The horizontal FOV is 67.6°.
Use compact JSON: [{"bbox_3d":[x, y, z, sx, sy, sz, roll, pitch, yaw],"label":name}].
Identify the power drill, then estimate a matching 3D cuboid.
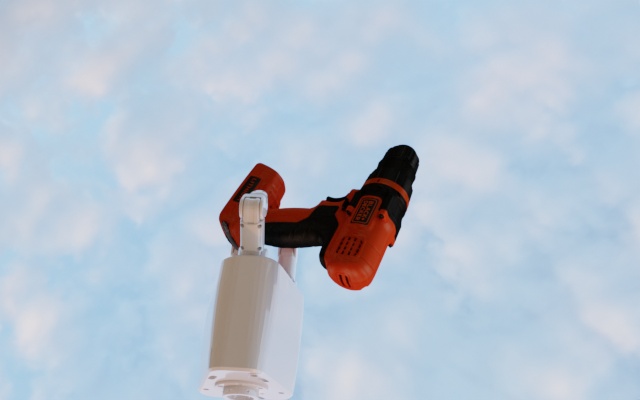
[{"bbox_3d":[0.000,0.002,0.511,0.187,0.057,0.184,5,45,30],"label":"power drill"}]
